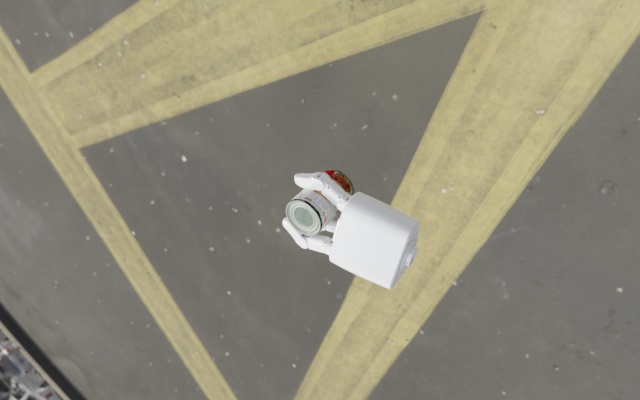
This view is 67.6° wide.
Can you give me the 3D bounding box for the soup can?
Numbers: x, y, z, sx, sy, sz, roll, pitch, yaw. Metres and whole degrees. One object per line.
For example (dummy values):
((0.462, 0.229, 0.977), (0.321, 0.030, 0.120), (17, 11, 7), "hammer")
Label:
((0.000, 0.002, 0.764), (0.068, 0.068, 0.102), (0, 30, 38), "soup can")
